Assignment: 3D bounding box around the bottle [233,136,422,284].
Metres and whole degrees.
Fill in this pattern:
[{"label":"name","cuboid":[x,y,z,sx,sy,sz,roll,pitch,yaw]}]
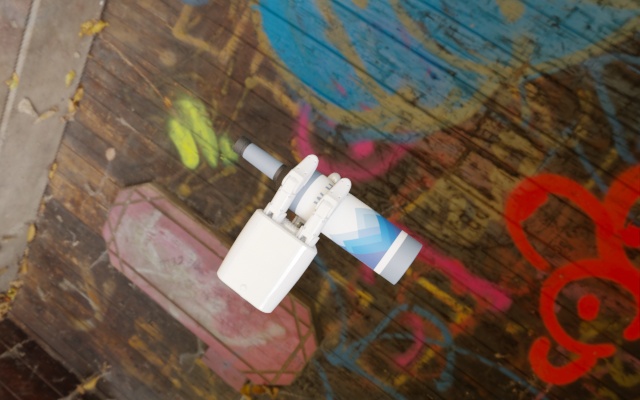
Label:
[{"label":"bottle","cuboid":[0.000,0.002,0.667,0.295,0.069,0.069,36,6,9]}]
